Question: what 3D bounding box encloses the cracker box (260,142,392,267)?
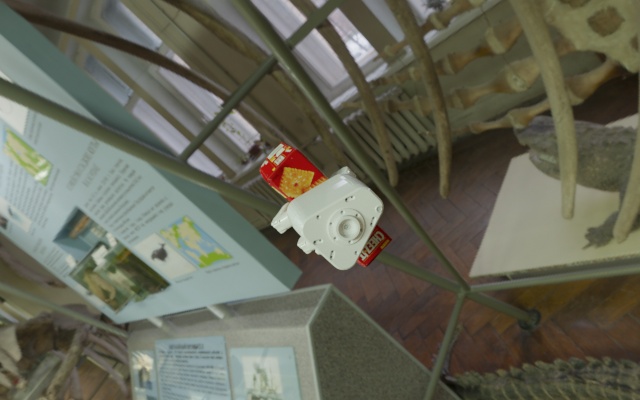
[{"bbox_3d":[0.000,0.002,0.797,0.214,0.072,0.164,43,-1,-16],"label":"cracker box"}]
